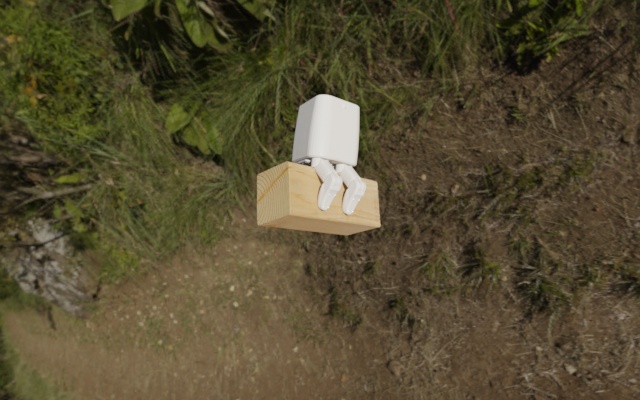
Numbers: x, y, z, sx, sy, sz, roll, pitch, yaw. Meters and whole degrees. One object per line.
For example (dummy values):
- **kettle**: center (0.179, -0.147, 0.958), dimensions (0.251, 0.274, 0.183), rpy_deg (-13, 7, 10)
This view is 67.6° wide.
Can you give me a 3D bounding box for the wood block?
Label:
- **wood block**: center (0.000, 0.002, 0.831), dimensions (0.206, 0.090, 0.091), rpy_deg (10, -19, -40)
